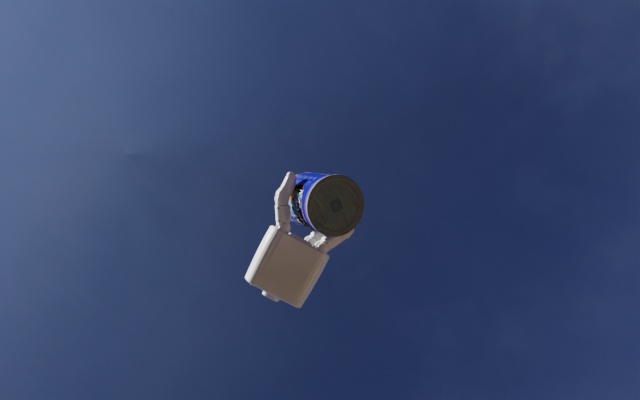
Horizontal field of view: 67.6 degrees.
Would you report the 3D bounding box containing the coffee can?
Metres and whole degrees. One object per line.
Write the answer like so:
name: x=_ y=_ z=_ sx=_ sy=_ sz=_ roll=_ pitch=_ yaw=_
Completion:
coffee can: x=0.000 y=0.003 z=0.843 sx=0.103 sy=0.103 sz=0.140 roll=0 pitch=5 yaw=-22
